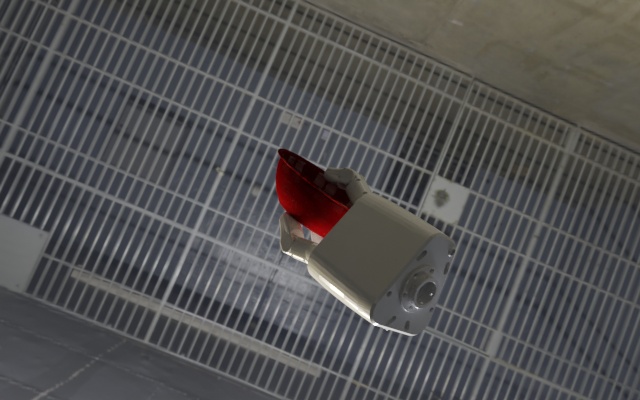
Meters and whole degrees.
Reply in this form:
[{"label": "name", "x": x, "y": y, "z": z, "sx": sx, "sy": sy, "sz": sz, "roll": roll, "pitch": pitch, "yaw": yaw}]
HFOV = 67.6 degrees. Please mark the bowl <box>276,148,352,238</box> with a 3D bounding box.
[{"label": "bowl", "x": -0.001, "y": 0.002, "z": 0.602, "sx": 0.162, "sy": 0.055, "sz": 0.162, "roll": 34, "pitch": 10, "yaw": -7}]
